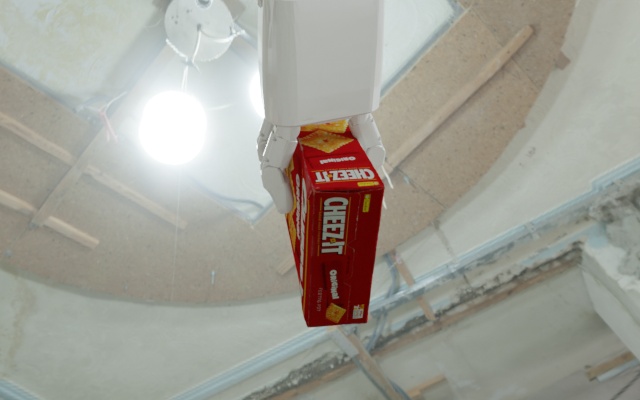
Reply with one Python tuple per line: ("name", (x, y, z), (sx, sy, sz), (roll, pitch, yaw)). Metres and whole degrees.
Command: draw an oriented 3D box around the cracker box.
("cracker box", (0.000, 0.002, 0.519), (0.072, 0.164, 0.213), (-4, 33, -9))
